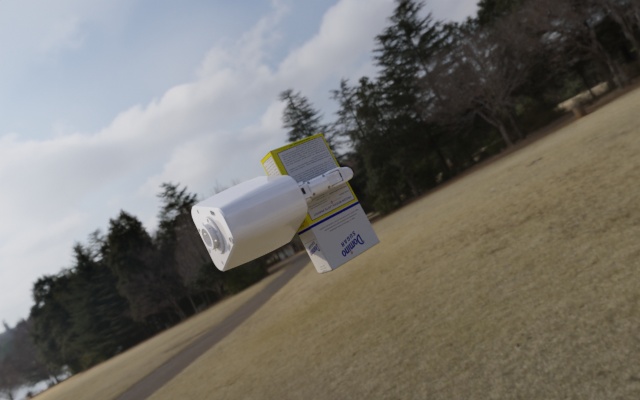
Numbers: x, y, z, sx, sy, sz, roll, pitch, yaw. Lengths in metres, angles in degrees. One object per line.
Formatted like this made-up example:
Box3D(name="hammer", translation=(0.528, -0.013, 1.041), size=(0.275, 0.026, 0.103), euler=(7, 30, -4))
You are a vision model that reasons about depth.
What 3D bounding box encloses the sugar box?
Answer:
Box3D(name="sugar box", translation=(0.000, 0.002, 0.655), size=(0.093, 0.176, 0.048), euler=(-25, -1, -33))
